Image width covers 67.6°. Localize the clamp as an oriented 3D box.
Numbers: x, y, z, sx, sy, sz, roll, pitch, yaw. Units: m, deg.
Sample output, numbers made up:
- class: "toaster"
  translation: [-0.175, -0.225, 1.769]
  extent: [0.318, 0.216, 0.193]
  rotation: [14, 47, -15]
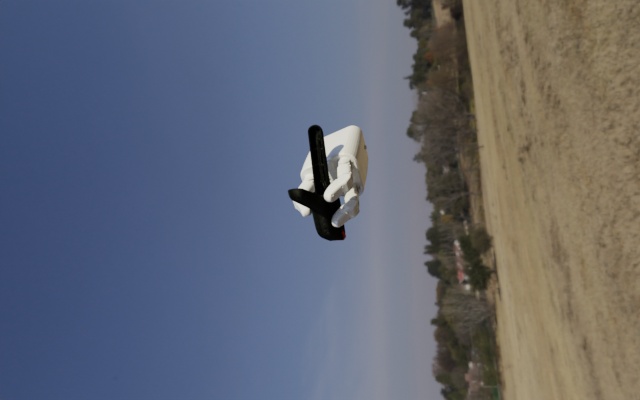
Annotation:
- class: "clamp"
  translation: [0.000, 0.003, 0.798]
  extent: [0.036, 0.210, 0.164]
  rotation: [-3, 38, 20]
